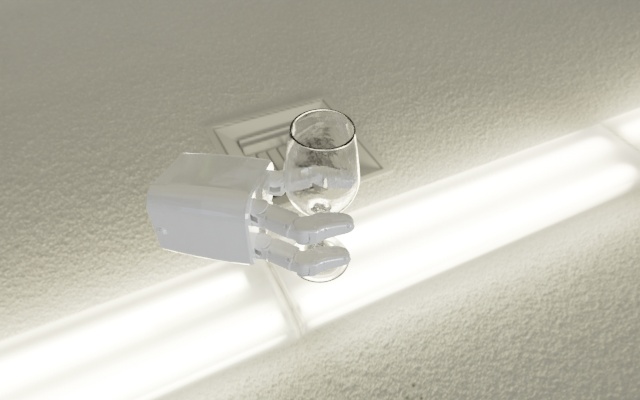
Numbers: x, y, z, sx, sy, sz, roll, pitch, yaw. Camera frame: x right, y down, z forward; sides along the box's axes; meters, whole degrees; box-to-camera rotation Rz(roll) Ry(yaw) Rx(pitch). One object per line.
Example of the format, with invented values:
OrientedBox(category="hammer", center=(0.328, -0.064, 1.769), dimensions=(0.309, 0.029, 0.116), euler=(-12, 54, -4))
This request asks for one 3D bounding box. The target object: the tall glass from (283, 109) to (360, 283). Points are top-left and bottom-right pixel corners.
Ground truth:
OrientedBox(category="tall glass", center=(0.000, 0.002, 0.512), dimensions=(0.079, 0.079, 0.201), euler=(0, -43, -2))
